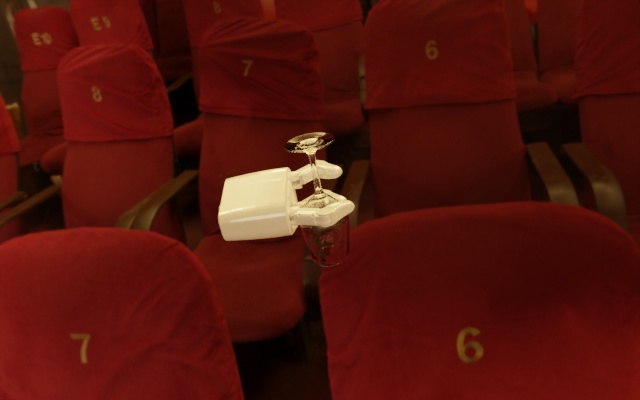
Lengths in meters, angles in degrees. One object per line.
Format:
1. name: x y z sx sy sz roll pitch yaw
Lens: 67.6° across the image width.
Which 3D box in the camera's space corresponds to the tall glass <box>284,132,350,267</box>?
1. tall glass: 0.000 0.002 0.737 0.079 0.201 0.079 -9 26 4
